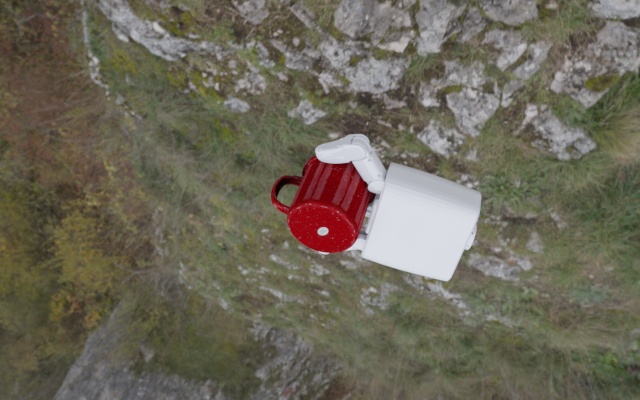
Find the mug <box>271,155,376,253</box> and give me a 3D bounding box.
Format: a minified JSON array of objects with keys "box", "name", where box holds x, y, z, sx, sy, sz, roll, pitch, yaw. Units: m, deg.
[{"box":[-0.001,0.001,0.544,0.117,0.093,0.081,16,47,6],"name":"mug"}]
